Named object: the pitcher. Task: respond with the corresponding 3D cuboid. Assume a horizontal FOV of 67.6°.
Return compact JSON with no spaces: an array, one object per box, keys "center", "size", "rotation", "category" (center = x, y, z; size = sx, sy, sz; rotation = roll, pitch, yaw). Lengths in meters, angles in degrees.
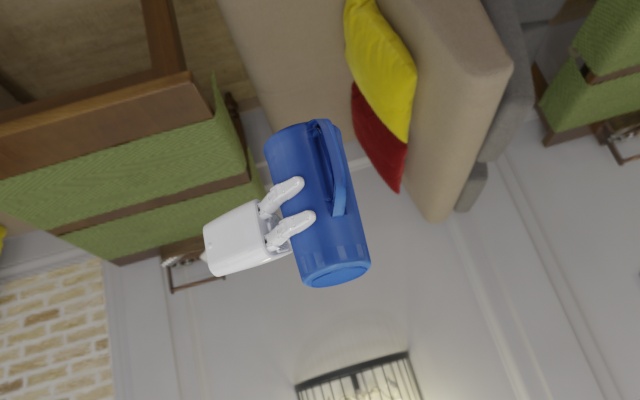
[{"center":[0.000,0.003,0.745],"size":[0.145,0.242,0.149],"rotation":[-23,-23,18],"category":"pitcher"}]
